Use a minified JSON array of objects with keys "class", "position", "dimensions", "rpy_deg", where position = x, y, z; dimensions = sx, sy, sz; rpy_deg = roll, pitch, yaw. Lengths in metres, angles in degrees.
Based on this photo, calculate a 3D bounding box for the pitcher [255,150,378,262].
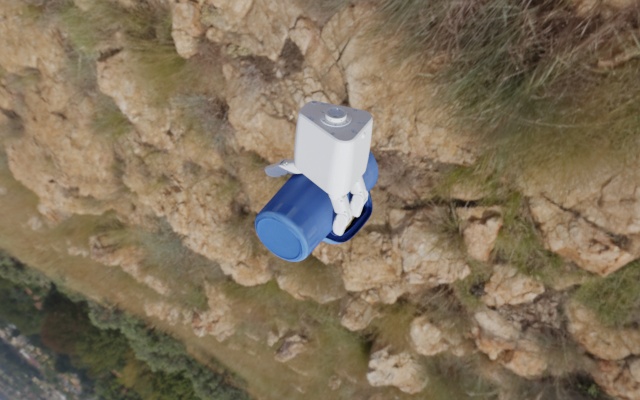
[{"class":"pitcher","position":[0.000,0.003,0.857],"dimensions":[0.149,0.145,0.242],"rpy_deg":[27,49,17]}]
